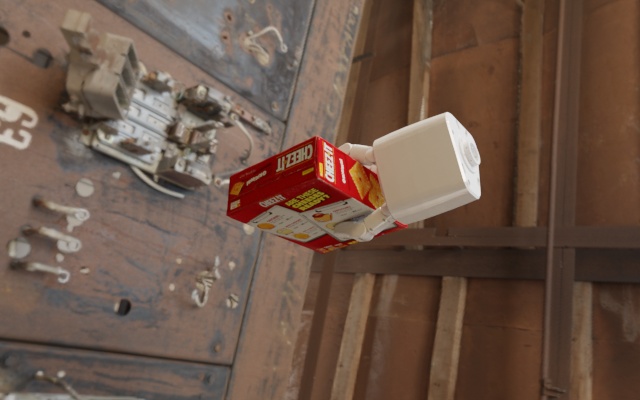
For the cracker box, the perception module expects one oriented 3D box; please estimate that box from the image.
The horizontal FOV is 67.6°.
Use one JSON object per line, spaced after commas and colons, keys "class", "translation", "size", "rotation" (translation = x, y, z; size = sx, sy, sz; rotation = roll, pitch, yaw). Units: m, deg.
{"class": "cracker box", "translation": [0.000, 0.002, 0.688], "size": [0.164, 0.072, 0.214], "rotation": [-21, -32, 33]}
